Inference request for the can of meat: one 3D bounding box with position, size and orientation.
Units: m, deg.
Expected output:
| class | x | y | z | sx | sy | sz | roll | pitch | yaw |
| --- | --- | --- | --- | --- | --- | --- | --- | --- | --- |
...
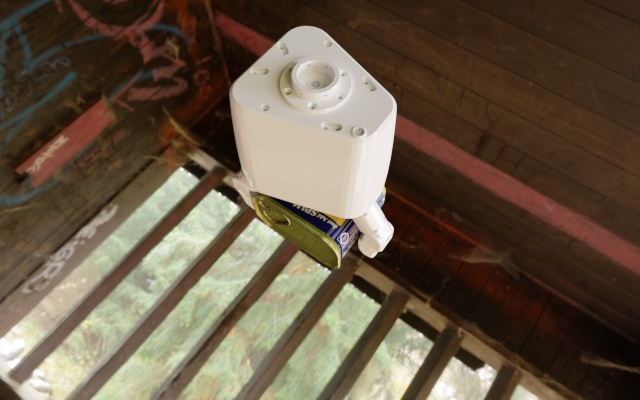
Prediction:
| class | x | y | z | sx | sy | sz | roll | pitch | yaw |
| --- | --- | --- | --- | --- | --- | --- | --- | --- | --- |
| can of meat | 0.000 | 0.001 | 0.462 | 0.102 | 0.084 | 0.057 | 32 | -23 | 19 |
